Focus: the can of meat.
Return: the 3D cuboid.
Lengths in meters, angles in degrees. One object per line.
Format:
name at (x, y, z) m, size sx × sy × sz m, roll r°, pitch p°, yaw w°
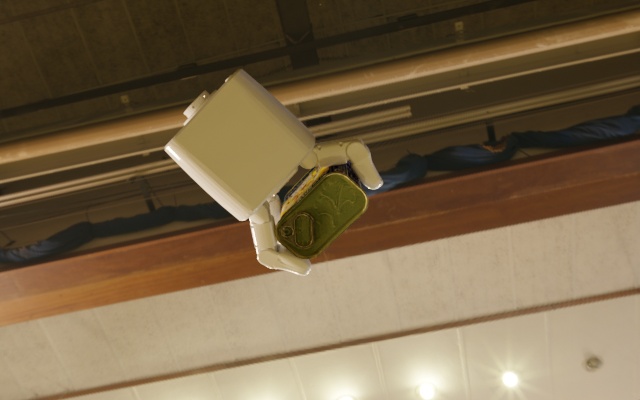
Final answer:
can of meat at (0.000, 0.002, 0.523) m, size 0.057 × 0.102 × 0.084 m, roll 41°, pitch 17°, yaw -16°
